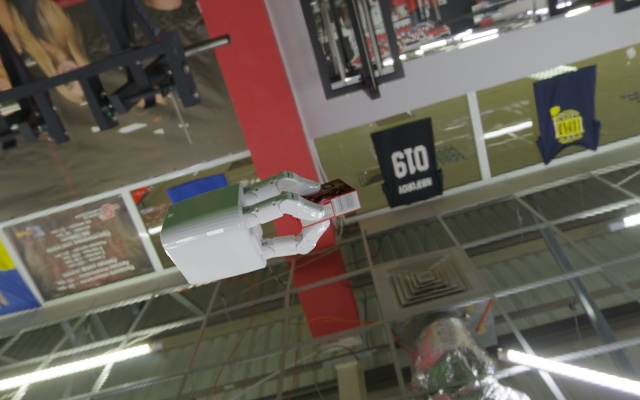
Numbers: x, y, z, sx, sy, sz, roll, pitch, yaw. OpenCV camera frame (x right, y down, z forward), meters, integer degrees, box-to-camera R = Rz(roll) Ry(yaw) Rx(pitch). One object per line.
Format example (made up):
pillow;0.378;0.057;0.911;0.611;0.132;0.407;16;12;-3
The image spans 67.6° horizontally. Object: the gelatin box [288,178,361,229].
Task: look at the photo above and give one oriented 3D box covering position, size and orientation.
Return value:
gelatin box;0.001;0.002;0.654;0.089;0.030;0.073;-19;19;-11
